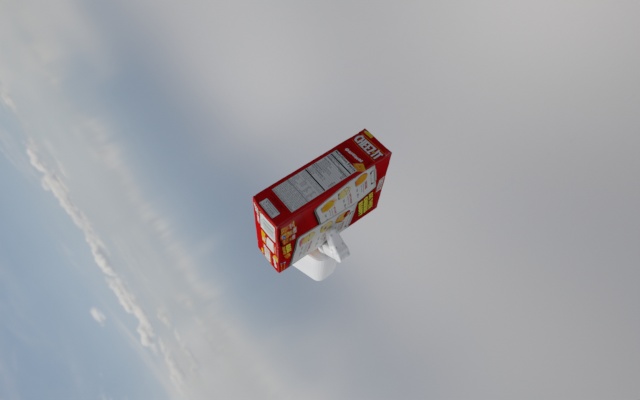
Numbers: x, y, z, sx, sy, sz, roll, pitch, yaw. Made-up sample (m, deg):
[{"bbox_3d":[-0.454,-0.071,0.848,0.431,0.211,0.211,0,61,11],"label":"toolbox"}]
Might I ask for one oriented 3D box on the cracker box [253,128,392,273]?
[{"bbox_3d":[0.000,0.003,0.750,0.213,0.072,0.164,-33,-24,-21],"label":"cracker box"}]
